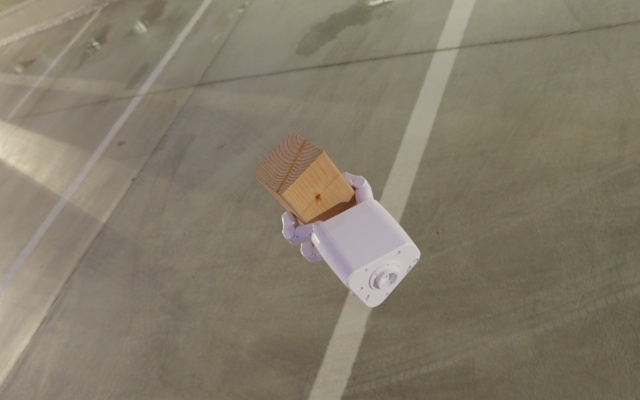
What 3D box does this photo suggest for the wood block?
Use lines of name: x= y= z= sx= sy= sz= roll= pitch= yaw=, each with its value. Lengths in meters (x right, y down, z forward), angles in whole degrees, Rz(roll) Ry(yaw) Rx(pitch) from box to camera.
wood block: x=0.000 y=0.002 z=0.755 sx=0.090 sy=0.091 sz=0.206 roll=36 pitch=-11 yaw=46
